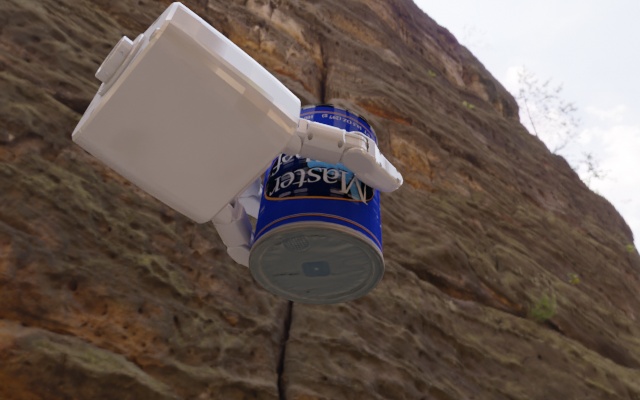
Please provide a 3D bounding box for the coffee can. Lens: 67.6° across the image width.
[{"bbox_3d":[0.000,0.002,0.406,0.103,0.140,0.103,2,-42,2],"label":"coffee can"}]
